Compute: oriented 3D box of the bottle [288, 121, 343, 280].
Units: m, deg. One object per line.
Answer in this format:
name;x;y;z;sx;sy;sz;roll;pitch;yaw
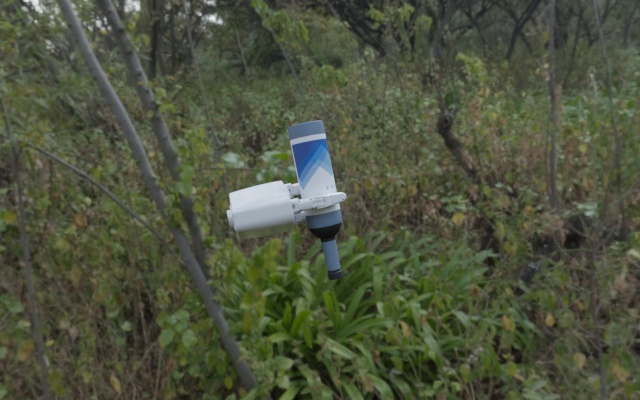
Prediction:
bottle;0.000;0.003;0.894;0.069;0.296;0.069;-11;4;1
